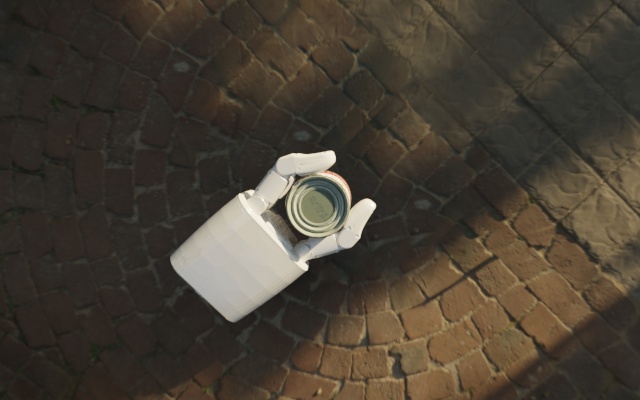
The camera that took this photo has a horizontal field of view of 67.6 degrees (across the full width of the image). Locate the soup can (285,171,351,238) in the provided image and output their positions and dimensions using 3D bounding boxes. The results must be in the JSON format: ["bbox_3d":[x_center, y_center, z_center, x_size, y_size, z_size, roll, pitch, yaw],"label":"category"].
[{"bbox_3d":[0.001,0.002,0.536,0.068,0.068,0.102,0,5,4],"label":"soup can"}]
